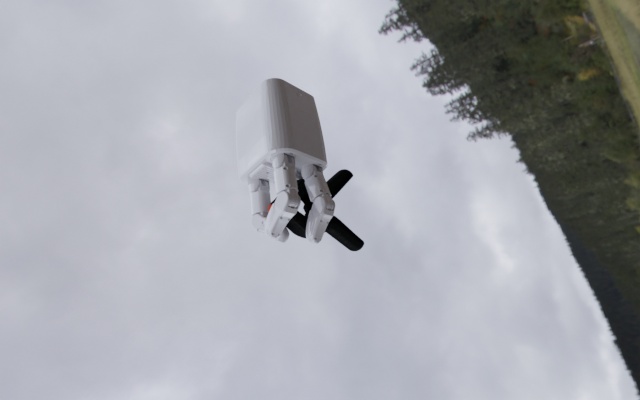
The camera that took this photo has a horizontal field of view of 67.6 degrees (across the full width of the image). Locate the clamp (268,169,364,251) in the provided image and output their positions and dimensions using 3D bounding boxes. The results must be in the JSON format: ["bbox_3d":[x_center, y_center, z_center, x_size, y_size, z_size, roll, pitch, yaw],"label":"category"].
[{"bbox_3d":[0.000,0.002,0.649,0.039,0.120,0.171,-22,-24,34],"label":"clamp"}]
